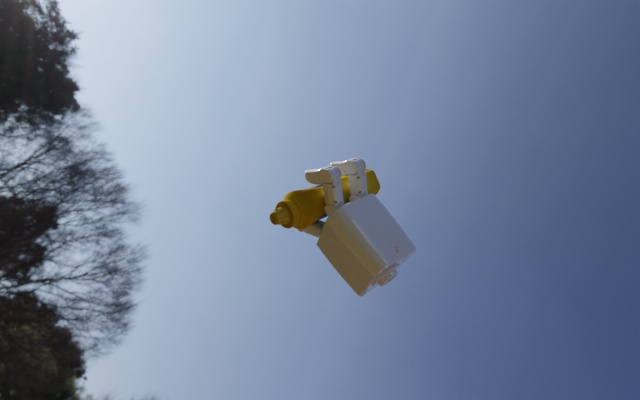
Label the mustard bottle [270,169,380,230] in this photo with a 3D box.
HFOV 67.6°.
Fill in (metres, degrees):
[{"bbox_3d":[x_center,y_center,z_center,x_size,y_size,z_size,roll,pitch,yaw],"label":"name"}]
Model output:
[{"bbox_3d":[0.000,0.002,0.732,0.191,0.058,0.096,-21,-1,-43],"label":"mustard bottle"}]
